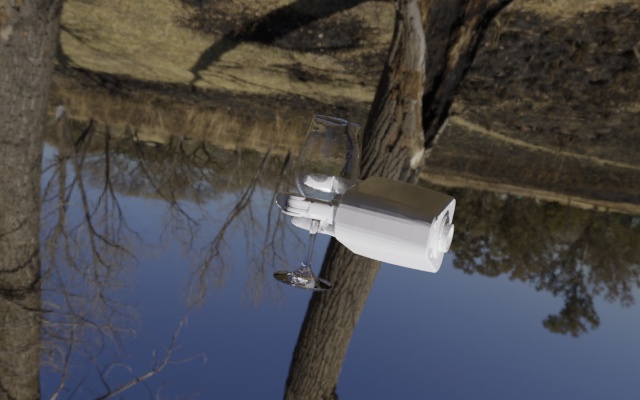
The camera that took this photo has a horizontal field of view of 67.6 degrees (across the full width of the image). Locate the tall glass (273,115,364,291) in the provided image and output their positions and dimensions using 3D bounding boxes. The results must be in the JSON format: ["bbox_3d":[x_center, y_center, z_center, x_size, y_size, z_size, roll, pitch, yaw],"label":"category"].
[{"bbox_3d":[0.000,0.003,0.578,0.079,0.201,0.079,12,4,-1],"label":"tall glass"}]
